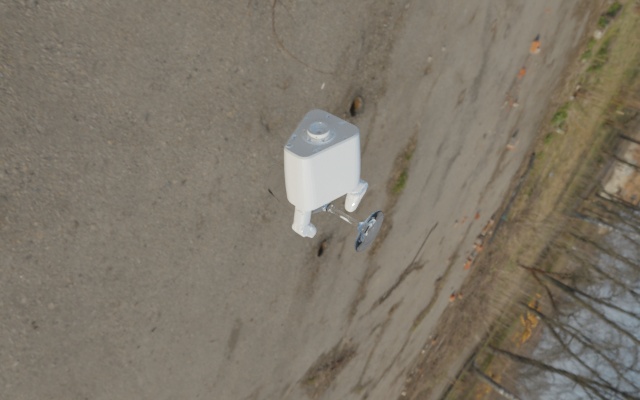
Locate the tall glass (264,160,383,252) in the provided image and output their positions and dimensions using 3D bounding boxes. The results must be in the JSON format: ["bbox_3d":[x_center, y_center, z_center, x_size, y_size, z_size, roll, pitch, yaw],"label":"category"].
[{"bbox_3d":[0.001,0.003,0.788,0.201,0.079,0.079,30,15,26],"label":"tall glass"}]
